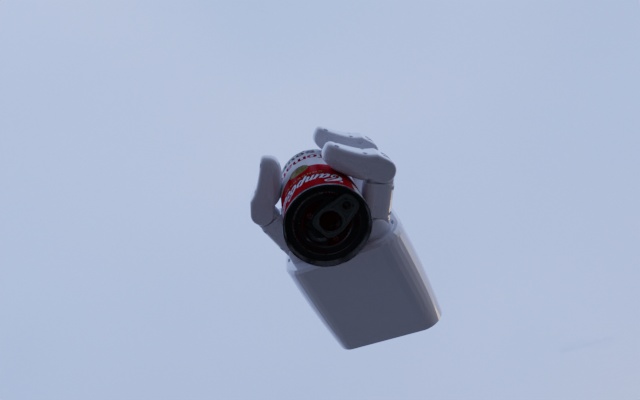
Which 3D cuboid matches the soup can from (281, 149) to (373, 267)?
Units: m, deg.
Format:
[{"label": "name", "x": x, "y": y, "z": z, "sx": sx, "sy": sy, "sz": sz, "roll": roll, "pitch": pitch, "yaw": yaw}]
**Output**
[{"label": "soup can", "x": 0.000, "y": 0.001, "z": 0.401, "sx": 0.068, "sy": 0.068, "sz": 0.102, "roll": 0, "pitch": 21, "yaw": -7}]
